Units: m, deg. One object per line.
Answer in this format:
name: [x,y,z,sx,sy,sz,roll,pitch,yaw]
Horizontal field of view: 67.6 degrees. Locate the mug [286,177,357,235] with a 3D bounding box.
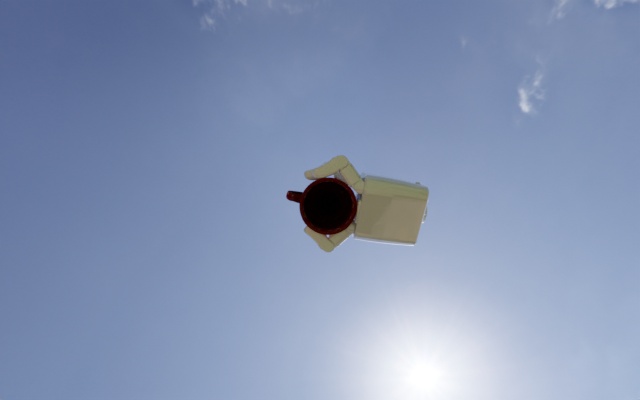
mug: [-0.001,0.002,0.802,0.117,0.093,0.081,10,7,-2]
